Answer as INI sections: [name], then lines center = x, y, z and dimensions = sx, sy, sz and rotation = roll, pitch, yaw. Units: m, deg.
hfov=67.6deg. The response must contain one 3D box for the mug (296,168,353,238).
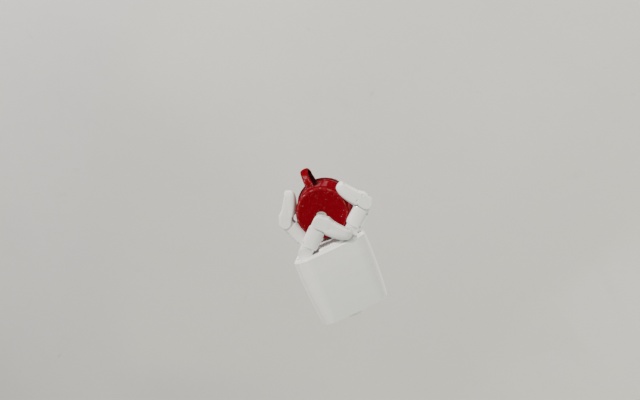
[mug]
center = 0.000, 0.001, 0.755
dimensions = 0.093, 0.117, 0.081
rotation = -24, 6, 7
